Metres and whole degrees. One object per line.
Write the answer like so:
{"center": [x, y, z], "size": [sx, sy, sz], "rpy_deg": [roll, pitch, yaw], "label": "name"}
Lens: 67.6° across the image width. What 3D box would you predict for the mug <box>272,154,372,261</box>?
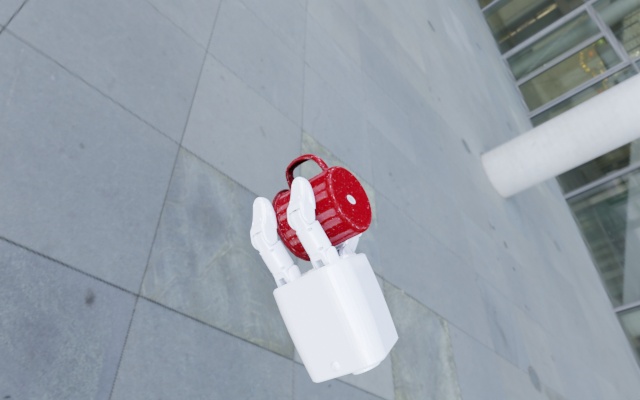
{"center": [0.000, 0.000, 0.551], "size": [0.081, 0.117, 0.093], "rpy_deg": [-29, -9, 31], "label": "mug"}
